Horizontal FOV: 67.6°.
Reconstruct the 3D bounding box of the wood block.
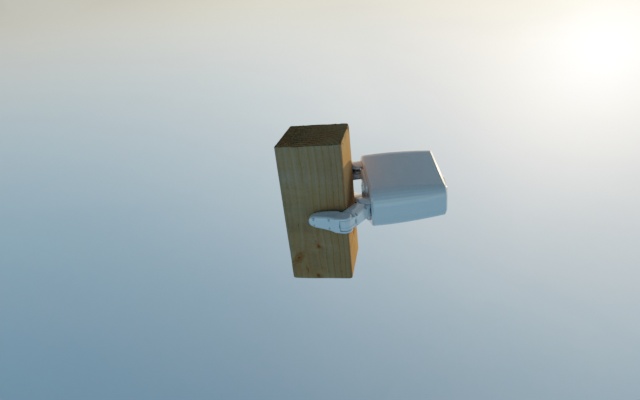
[{"bbox_3d":[0.000,0.003,0.690,0.090,0.206,0.090,-1,26,12],"label":"wood block"}]
